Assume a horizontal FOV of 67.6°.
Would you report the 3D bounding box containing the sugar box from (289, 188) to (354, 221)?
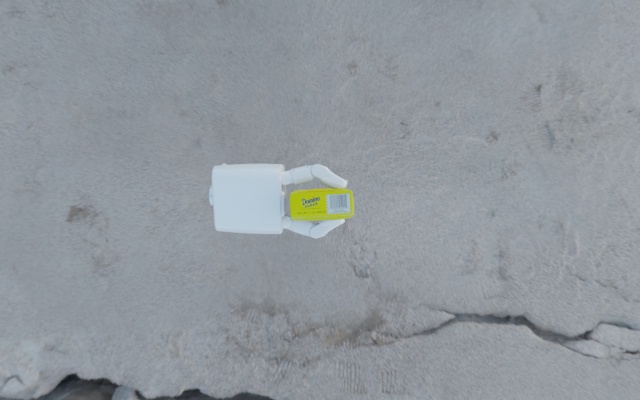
[{"bbox_3d":[0.000,0.002,0.766,0.093,0.048,0.176,-2,5,-2],"label":"sugar box"}]
